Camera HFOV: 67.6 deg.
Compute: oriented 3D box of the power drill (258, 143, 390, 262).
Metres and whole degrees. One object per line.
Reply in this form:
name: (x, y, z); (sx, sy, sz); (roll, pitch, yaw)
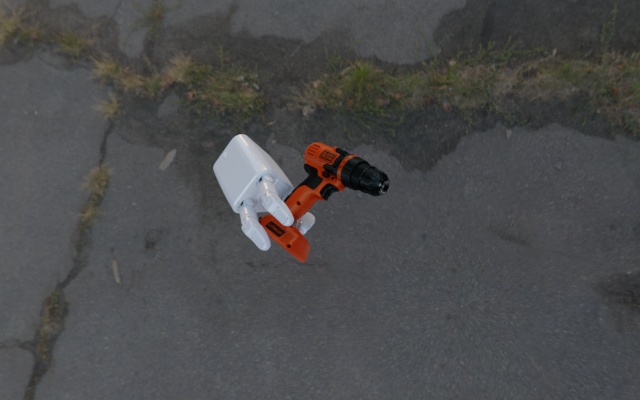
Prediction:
power drill: (0.000, 0.003, 0.759); (0.184, 0.187, 0.057); (30, -12, 48)
